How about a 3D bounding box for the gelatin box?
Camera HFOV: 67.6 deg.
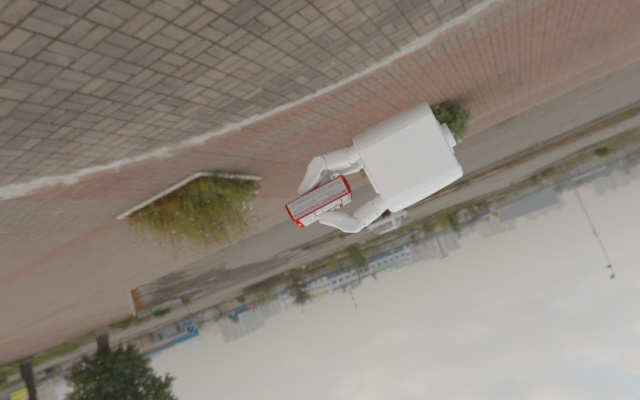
[{"bbox_3d":[0.000,0.003,0.660,0.089,0.030,0.073,-29,-11,0],"label":"gelatin box"}]
